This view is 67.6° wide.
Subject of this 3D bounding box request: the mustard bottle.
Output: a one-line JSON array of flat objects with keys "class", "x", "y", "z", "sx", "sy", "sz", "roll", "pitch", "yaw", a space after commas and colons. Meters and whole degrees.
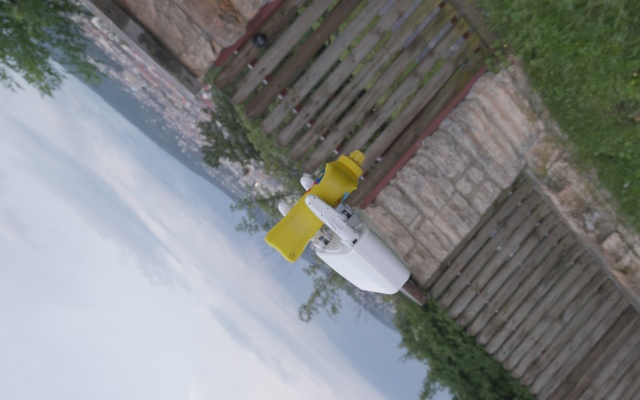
[{"class": "mustard bottle", "x": 0.000, "y": 0.002, "z": 0.707, "sx": 0.058, "sy": 0.191, "sz": 0.096, "roll": 40, "pitch": -6, "yaw": 3}]
